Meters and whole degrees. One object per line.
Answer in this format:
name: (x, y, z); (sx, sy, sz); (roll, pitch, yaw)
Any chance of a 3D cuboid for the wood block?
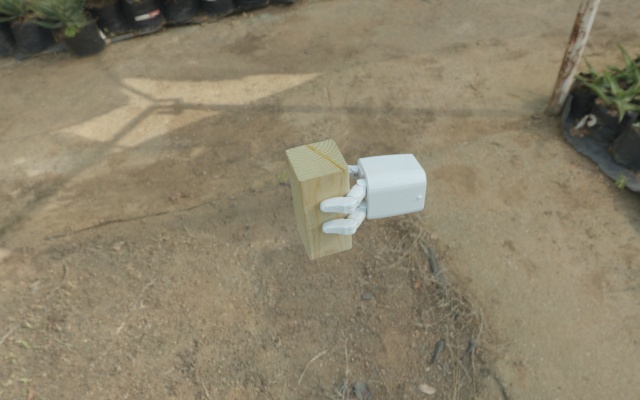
wood block: (0.000, 0.002, 0.880); (0.090, 0.206, 0.090); (-15, 45, -10)
